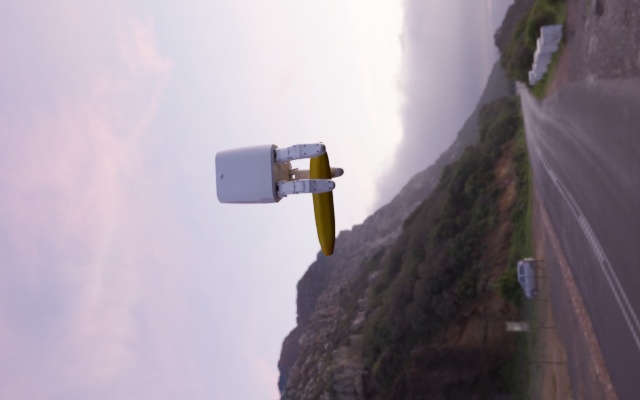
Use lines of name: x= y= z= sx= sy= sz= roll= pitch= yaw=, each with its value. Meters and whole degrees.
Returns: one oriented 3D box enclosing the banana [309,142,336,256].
banana: x=0.002 y=-0.007 z=0.808 sx=0.037 sy=0.198 sz=0.069 roll=-4 pitch=18 yaw=9
